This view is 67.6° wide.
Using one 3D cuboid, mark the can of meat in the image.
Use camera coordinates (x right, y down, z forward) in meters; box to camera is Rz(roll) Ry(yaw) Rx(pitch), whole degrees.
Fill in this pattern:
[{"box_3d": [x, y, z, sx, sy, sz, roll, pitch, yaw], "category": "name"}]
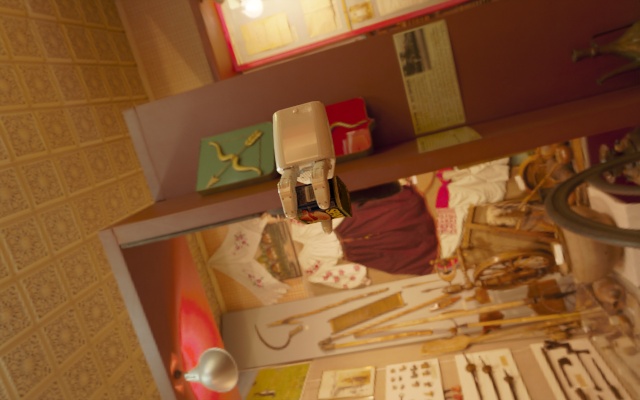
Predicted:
[{"box_3d": [0.000, 0.003, 0.790, 0.084, 0.057, 0.102, -12, -16, 12], "category": "can of meat"}]
